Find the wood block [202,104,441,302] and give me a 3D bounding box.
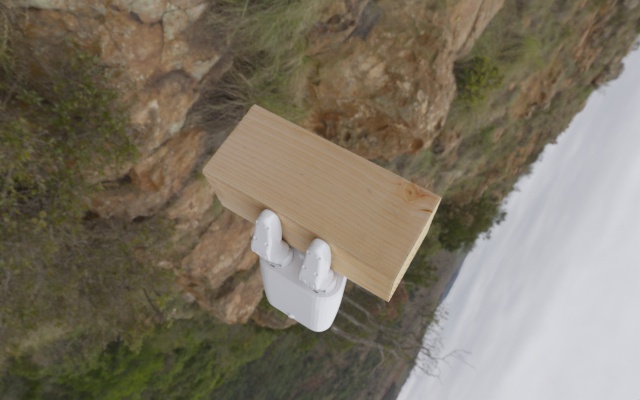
[{"bbox_3d":[0.000,0.002,0.476,0.206,0.090,0.090,28,-20,15],"label":"wood block"}]
